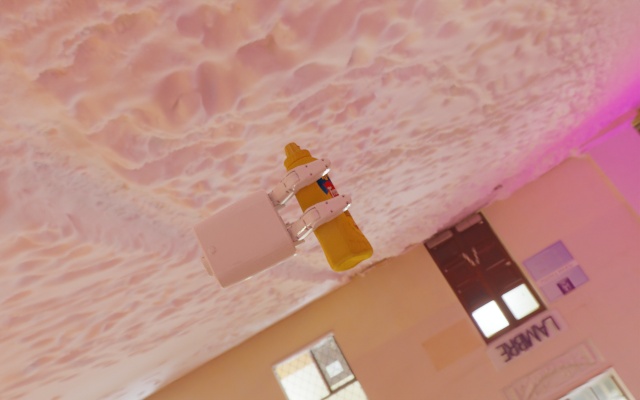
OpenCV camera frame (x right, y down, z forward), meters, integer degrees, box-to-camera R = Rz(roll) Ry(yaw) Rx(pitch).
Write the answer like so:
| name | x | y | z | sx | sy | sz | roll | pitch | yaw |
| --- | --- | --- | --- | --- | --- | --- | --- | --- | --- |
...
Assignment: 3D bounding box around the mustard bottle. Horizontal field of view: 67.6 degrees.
| name | x | y | z | sx | sy | sz | roll | pitch | yaw |
| --- | --- | --- | --- | --- | --- | --- | --- | --- | --- |
| mustard bottle | 0.001 | 0.002 | 0.653 | 0.058 | 0.191 | 0.096 | -34 | -17 | 14 |
